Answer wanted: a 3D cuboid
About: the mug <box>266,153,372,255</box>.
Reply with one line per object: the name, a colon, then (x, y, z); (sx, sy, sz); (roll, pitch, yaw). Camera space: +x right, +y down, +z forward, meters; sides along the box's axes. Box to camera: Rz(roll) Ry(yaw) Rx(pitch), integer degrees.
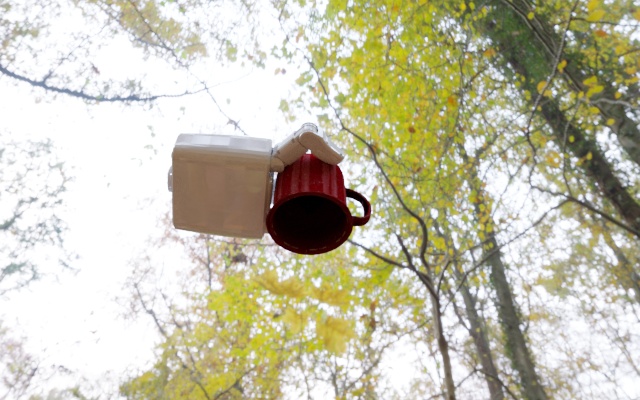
mug: (0.002, 0.002, 0.537); (0.117, 0.093, 0.081); (6, 40, -6)
